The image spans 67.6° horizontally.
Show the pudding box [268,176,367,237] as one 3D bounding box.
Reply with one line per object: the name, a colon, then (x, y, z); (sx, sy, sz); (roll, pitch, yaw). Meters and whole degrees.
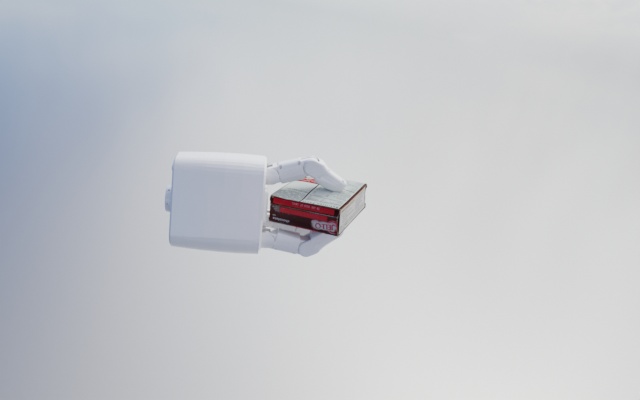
pudding box: (0.000, 0.002, 0.595); (0.090, 0.039, 0.113); (12, 23, 19)
